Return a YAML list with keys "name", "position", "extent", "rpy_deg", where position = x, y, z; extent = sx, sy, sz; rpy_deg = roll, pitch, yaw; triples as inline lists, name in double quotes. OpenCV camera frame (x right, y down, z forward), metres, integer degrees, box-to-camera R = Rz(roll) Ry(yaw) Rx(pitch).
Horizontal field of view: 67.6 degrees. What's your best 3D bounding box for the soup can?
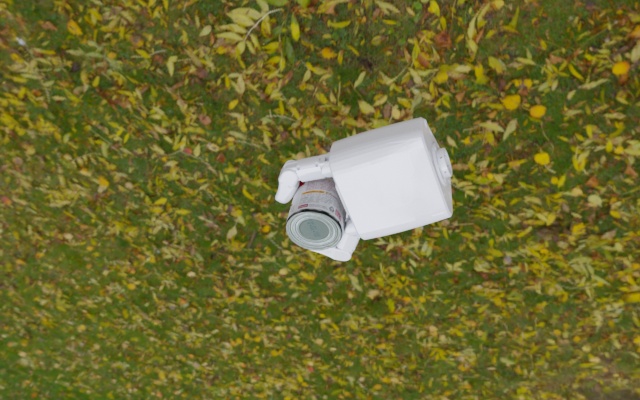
- name: "soup can"
  position: [0.000, 0.002, 0.580]
  extent: [0.068, 0.069, 0.102]
  rpy_deg: [0, 43, 12]
